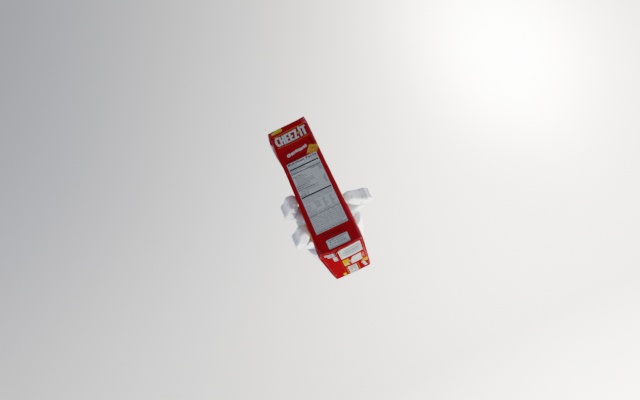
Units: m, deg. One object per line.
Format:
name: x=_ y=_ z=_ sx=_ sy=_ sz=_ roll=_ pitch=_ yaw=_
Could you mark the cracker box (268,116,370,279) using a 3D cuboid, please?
cracker box: x=0.000 y=0.003 z=0.751 sx=0.072 sy=0.213 sz=0.164 roll=-25 pitch=-22 yaw=1
